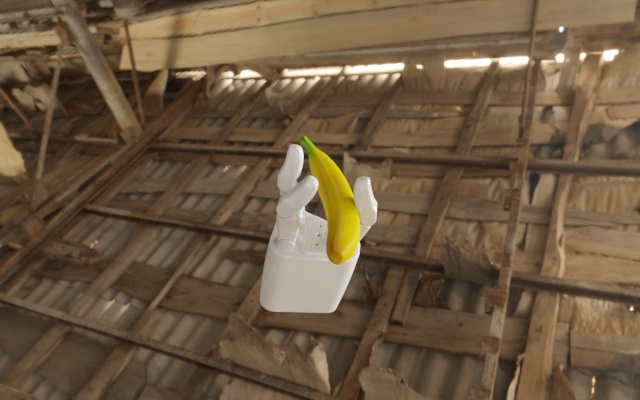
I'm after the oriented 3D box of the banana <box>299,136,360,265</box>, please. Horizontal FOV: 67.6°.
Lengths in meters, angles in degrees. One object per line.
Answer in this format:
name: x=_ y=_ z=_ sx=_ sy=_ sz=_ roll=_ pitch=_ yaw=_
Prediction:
banana: x=0.014 y=0.006 z=0.553 sx=0.070 sy=0.197 sz=0.037 roll=24 pitch=-58 yaw=-34
